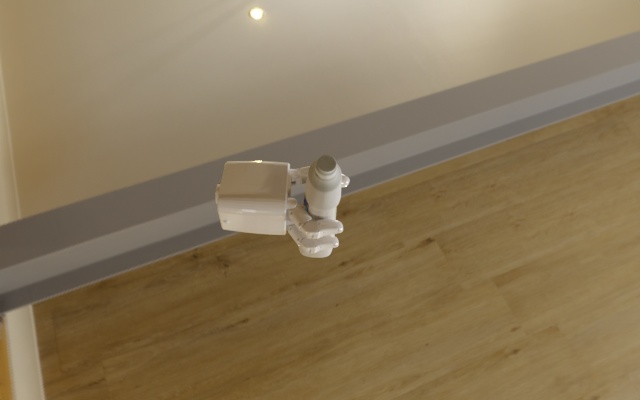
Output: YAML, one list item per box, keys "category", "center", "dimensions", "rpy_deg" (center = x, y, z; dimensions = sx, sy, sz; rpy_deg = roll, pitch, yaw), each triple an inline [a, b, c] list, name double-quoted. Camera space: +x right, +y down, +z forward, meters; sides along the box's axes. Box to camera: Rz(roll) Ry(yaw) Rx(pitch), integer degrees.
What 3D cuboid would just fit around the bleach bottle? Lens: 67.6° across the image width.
- category: "bleach bottle"
  center: [0.000, 0.003, 0.781]
  dimensions: [0.068, 0.102, 0.251]
  rpy_deg: [3, -30, -3]
